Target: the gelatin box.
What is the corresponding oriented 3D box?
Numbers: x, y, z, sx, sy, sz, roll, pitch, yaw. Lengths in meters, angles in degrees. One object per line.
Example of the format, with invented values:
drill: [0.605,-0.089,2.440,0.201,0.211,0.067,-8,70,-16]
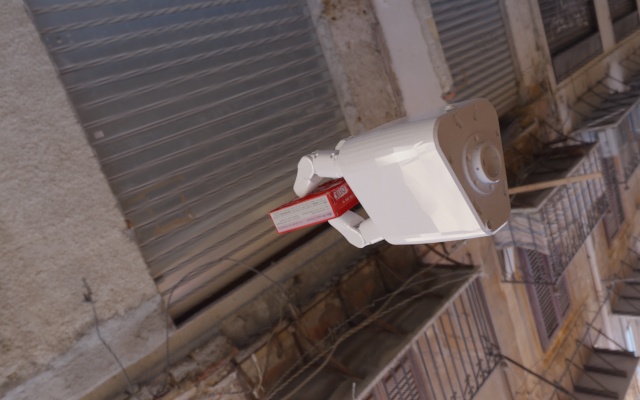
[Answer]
gelatin box: [0.000,0.002,0.514,0.089,0.030,0.073,-19,8,39]
